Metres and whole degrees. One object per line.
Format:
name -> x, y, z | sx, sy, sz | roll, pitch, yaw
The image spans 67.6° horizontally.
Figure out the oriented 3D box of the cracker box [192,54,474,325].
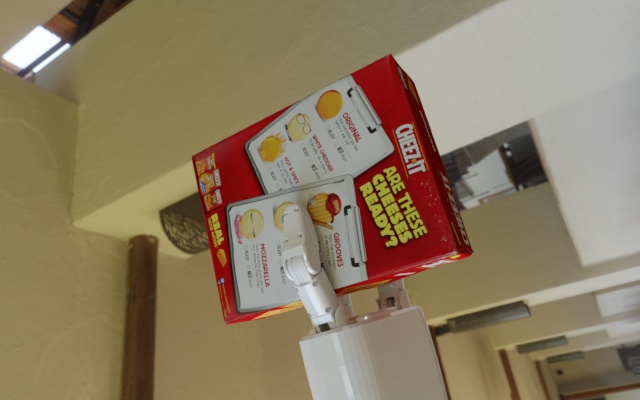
cracker box -> 0.000, 0.001, 0.417 | 0.214, 0.164, 0.072 | -22, -16, 24
